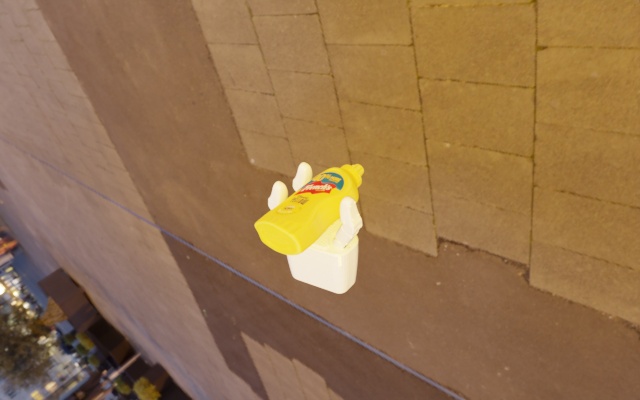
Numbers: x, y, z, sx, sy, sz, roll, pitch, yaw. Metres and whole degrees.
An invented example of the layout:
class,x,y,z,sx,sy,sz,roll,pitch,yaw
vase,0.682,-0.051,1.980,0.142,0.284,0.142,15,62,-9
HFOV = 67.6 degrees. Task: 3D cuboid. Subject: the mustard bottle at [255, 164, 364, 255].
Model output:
class,x,y,z,sx,sy,sz,roll,pitch,yaw
mustard bottle,0.000,0.002,0.712,0.096,0.058,0.191,9,40,48
